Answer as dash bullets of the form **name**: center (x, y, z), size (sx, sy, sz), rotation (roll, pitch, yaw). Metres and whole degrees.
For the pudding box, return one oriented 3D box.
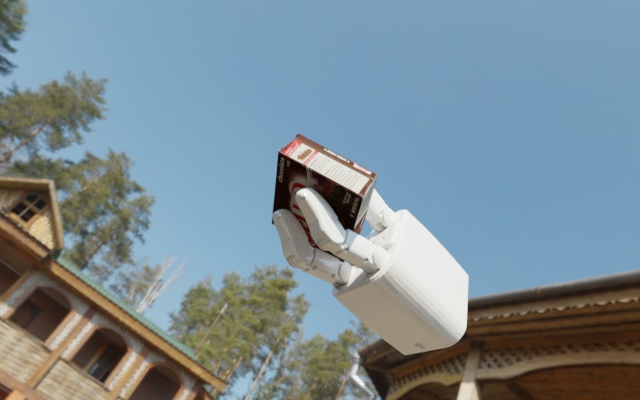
- **pudding box**: center (0.000, 0.001, 0.469), size (0.090, 0.114, 0.039), rotation (28, 49, 14)
